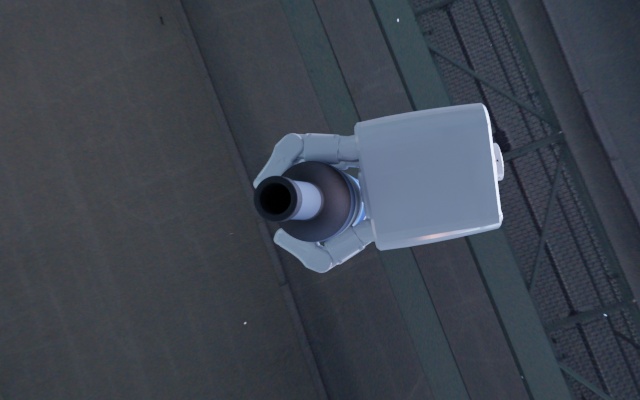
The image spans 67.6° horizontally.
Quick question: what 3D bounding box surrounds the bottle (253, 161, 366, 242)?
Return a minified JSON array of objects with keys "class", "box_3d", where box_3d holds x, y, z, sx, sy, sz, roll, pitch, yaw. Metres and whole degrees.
[{"class":"bottle","box_3d":[0.000,0.001,0.424,0.069,0.069,0.296,0,-1,10]}]
